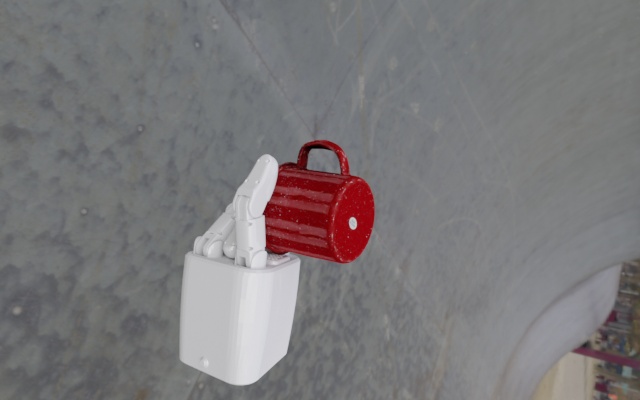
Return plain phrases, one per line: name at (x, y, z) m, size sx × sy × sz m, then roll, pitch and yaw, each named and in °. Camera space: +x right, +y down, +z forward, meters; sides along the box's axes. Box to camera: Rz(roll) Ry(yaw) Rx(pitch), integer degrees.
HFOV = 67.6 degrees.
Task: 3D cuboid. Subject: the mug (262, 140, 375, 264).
mug at (0.000, 0.000, 0.453) m, size 0.081 × 0.117 × 0.093 m, roll 9°, pitch 6°, yaw 33°
